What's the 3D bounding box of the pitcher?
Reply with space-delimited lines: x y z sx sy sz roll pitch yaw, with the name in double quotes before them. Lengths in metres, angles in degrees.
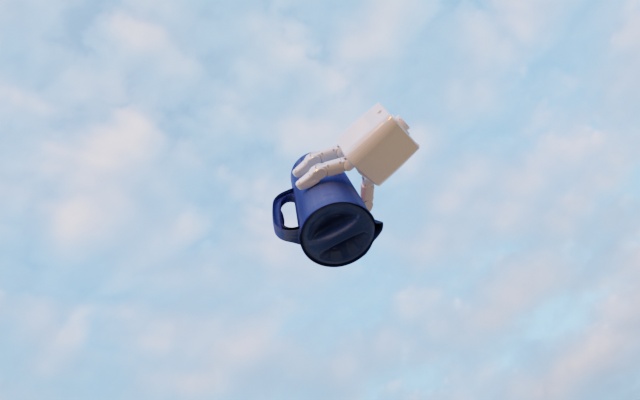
"pitcher" 0.000 0.003 0.896 0.149 0.145 0.242 38 16 -28
